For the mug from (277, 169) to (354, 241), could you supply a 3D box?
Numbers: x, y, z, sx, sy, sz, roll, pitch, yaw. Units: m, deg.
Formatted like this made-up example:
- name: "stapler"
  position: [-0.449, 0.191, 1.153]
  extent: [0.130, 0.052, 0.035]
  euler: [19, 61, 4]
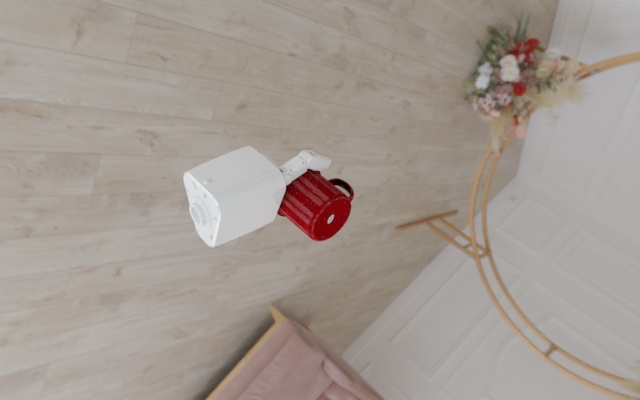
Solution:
- name: "mug"
  position: [0.001, 0.002, 0.715]
  extent: [0.117, 0.093, 0.081]
  euler: [-26, 50, -32]
